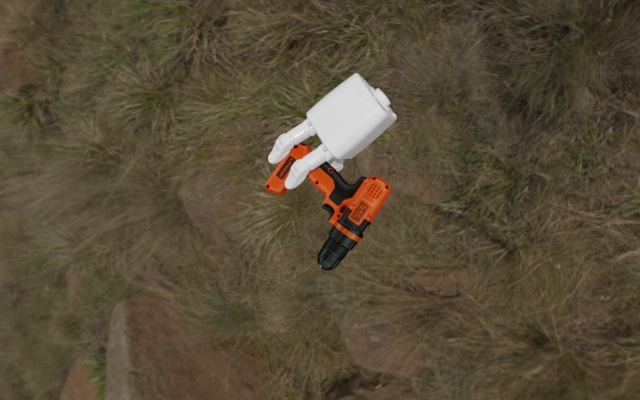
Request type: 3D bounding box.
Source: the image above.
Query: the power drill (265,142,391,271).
[{"bbox_3d":[0.000,0.002,0.823,0.187,0.184,0.057,35,2,6],"label":"power drill"}]
